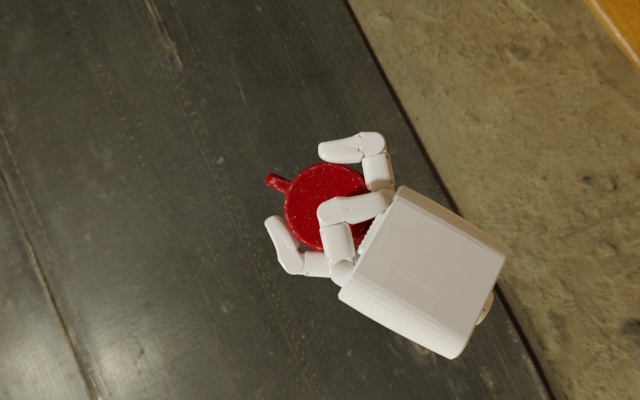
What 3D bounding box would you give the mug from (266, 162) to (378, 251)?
[{"bbox_3d":[-0.001,0.001,0.466,0.117,0.093,0.081,28,1,7],"label":"mug"}]
